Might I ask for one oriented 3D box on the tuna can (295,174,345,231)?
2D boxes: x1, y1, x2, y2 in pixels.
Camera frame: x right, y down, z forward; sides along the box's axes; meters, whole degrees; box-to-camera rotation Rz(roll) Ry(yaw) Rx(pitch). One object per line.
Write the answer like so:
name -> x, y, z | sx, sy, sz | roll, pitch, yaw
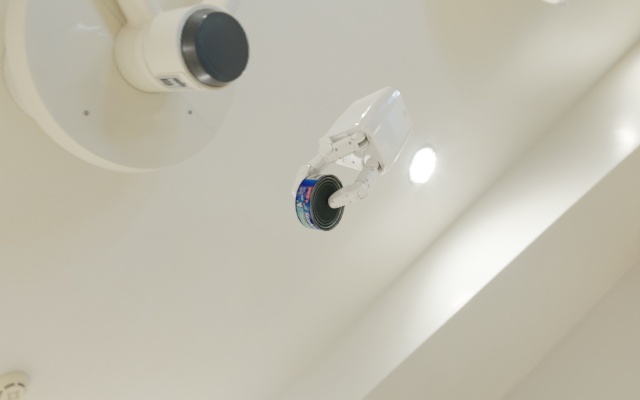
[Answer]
tuna can -> 0.000, 0.002, 0.725 | 0.034, 0.086, 0.086 | 5, 3, 37
